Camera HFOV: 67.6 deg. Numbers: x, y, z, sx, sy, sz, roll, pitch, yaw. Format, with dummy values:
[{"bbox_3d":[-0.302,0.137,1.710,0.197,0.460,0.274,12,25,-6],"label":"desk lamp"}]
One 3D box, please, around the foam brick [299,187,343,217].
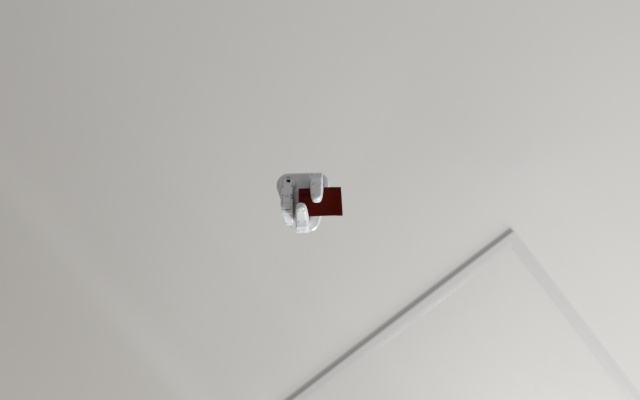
[{"bbox_3d":[0.000,0.003,0.859,0.078,0.053,0.051,-2,-1,1],"label":"foam brick"}]
